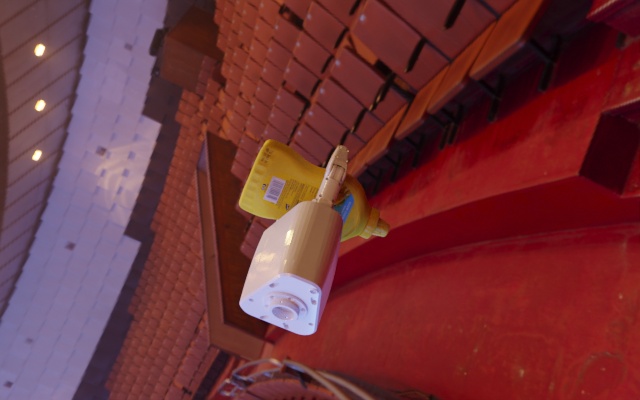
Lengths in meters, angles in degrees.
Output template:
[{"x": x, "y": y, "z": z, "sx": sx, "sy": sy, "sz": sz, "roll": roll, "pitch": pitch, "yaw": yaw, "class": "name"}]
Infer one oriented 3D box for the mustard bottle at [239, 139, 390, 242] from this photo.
[{"x": 0.000, "y": 0.002, "z": 0.613, "sx": 0.191, "sy": 0.096, "sz": 0.058, "roll": 24, "pitch": 20, "yaw": -6, "class": "mustard bottle"}]
